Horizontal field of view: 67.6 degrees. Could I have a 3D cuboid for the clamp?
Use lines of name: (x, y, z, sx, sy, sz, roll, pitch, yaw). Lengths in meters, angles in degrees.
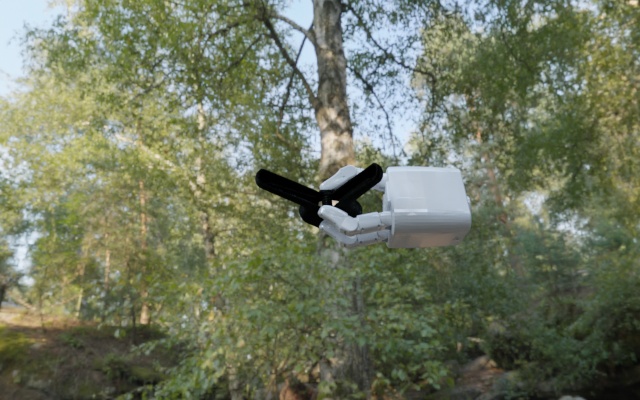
clamp: (0.000, 0.002, 0.688, 0.164, 0.036, 0.210, 1, -23, 3)
